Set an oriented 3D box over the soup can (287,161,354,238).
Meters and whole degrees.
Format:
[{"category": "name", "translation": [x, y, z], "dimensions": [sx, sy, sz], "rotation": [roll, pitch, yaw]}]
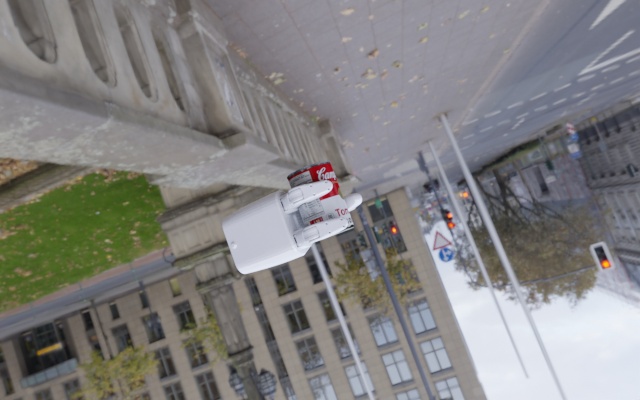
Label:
[{"category": "soup can", "translation": [0.001, 0.002, 0.689], "dimensions": [0.068, 0.102, 0.068], "rotation": [-20, -5, -2]}]
